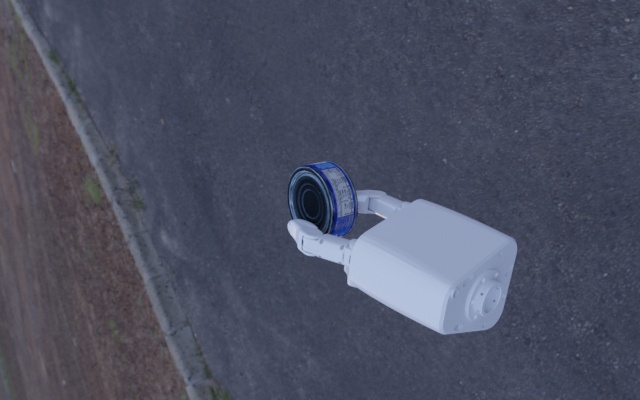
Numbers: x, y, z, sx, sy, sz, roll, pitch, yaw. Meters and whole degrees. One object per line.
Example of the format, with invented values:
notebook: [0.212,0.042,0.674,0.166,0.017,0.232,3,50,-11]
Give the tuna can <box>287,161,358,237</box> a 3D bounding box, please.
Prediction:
tuna can: [0.000,0.002,0.514,0.034,0.086,0.086,-13,7,-35]
